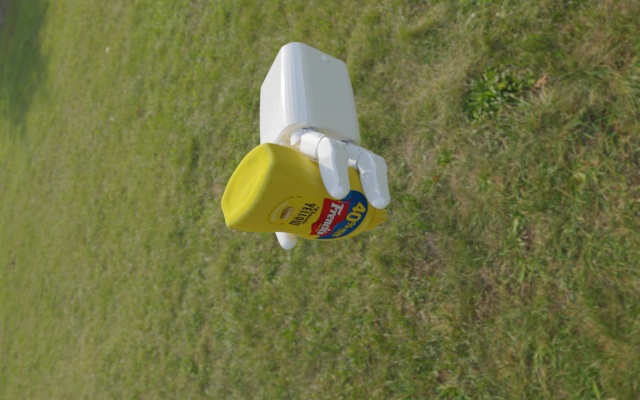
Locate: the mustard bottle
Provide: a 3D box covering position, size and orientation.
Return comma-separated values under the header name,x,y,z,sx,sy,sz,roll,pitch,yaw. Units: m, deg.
name,x,y,z,sx,sy,sz,roll,pitch,yaw
mustard bottle,0.000,0.002,0.506,0.191,0.058,0.096,12,-51,-39
